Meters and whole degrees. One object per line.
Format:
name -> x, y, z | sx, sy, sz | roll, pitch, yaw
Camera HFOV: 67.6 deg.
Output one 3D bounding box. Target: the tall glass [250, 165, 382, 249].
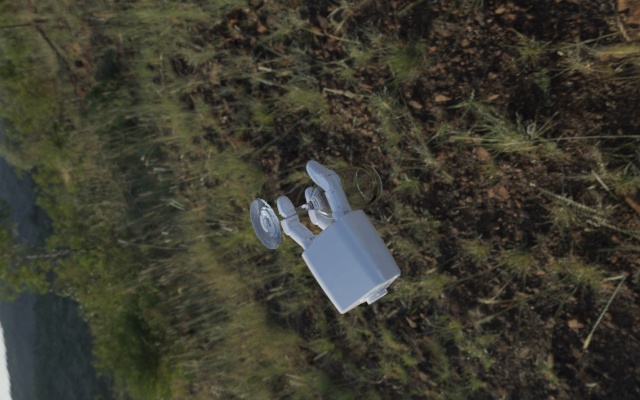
tall glass -> 0.000, 0.002, 0.713 | 0.201, 0.079, 0.079 | -22, 12, -33
